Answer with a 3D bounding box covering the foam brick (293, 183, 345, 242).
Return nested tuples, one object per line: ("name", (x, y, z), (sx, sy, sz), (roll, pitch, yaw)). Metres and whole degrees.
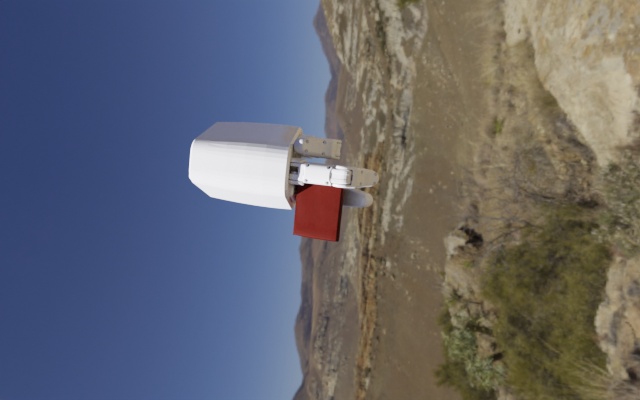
("foam brick", (0.000, 0.002, 0.541), (0.051, 0.078, 0.053), (6, 6, 3))
